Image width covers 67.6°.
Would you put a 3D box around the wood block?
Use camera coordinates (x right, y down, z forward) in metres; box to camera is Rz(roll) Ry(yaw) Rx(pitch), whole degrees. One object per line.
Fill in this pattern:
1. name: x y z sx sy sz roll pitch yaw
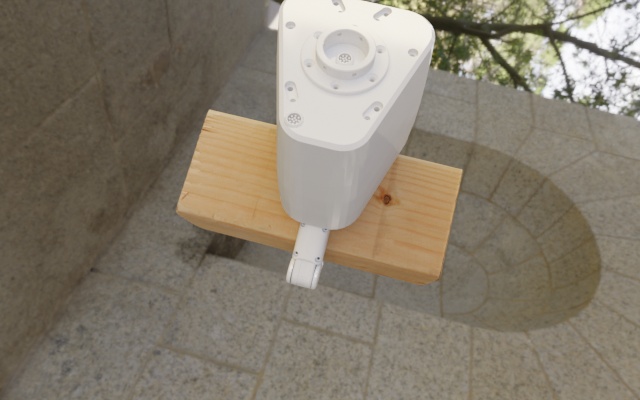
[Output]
1. wood block: 0.000 0.002 0.407 0.206 0.091 0.090 14 -11 5
